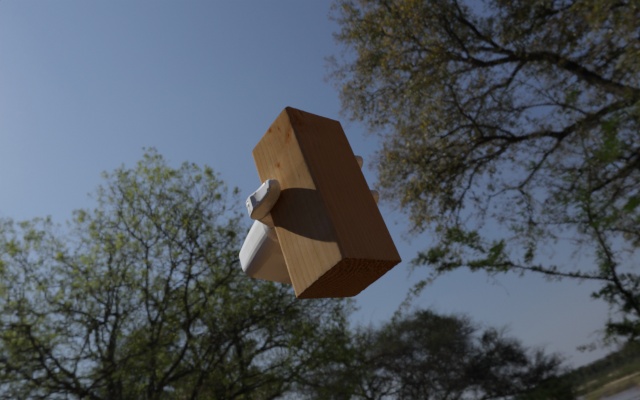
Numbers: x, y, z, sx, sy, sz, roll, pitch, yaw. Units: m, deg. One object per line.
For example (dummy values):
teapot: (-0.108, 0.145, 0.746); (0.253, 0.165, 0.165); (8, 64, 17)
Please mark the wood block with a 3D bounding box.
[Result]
wood block: (0.000, 0.002, 0.563); (0.091, 0.206, 0.090); (7, -40, -40)
